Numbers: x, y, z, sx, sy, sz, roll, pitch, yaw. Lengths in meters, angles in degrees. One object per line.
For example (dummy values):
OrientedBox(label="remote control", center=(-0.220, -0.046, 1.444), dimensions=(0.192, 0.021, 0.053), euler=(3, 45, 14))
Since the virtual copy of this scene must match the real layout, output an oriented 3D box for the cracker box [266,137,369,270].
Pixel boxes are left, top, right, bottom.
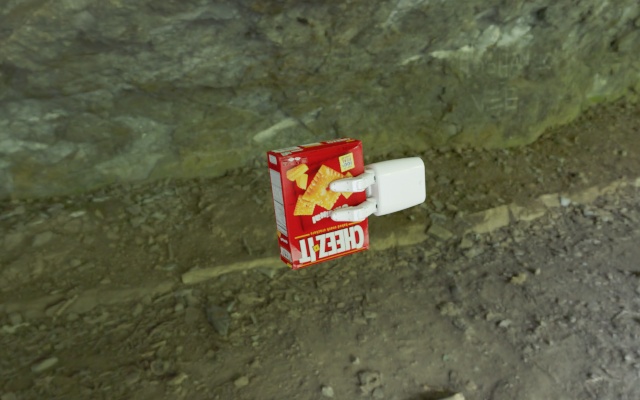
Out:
OrientedBox(label="cracker box", center=(0.000, 0.003, 0.882), dimensions=(0.164, 0.214, 0.072), euler=(-13, 18, -22))
